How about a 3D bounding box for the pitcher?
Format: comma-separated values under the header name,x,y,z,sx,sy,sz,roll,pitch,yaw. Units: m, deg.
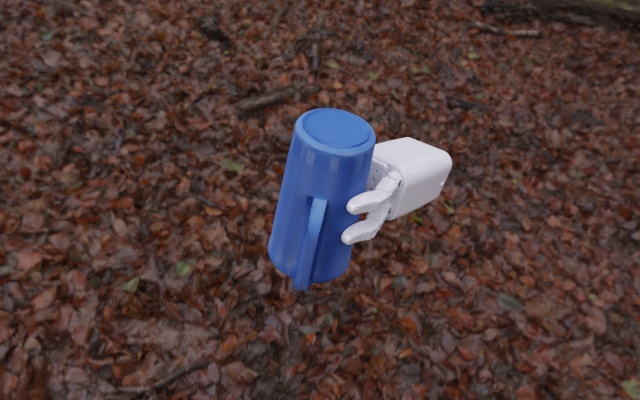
name,x,y,z,sx,sy,sz,roll,pitch,yaw
pitcher,0.000,0.002,0.684,0.145,0.243,0.149,-18,49,-31
